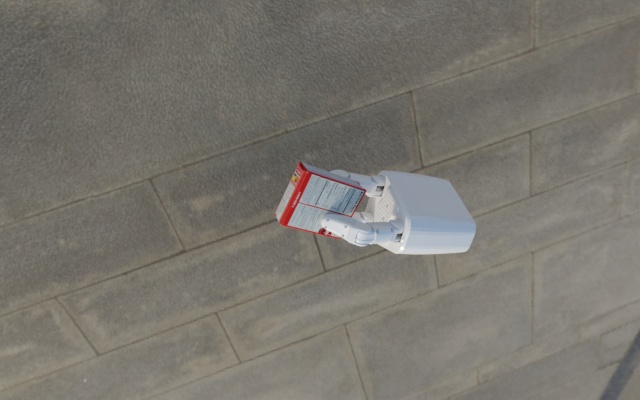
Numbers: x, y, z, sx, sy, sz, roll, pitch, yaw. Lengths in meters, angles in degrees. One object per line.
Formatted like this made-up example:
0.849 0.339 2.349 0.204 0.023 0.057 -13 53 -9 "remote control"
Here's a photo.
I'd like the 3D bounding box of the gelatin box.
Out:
0.000 0.002 0.571 0.089 0.073 0.030 16 21 -32 "gelatin box"
